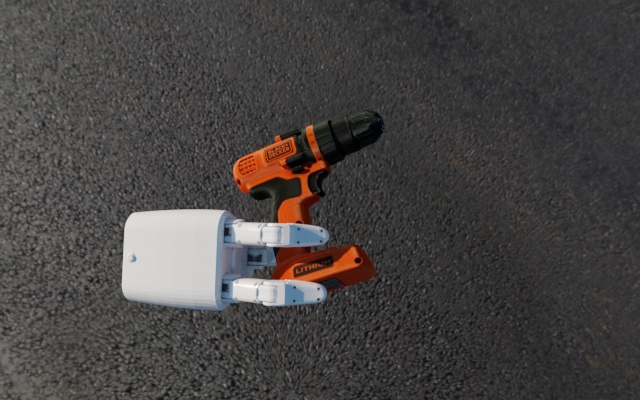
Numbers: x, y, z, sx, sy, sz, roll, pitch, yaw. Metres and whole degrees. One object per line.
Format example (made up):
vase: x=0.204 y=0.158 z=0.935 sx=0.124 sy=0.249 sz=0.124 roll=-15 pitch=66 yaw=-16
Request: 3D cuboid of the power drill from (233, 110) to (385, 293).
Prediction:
power drill: x=0.000 y=0.002 z=0.520 sx=0.184 sy=0.187 sz=0.057 roll=-22 pitch=-30 yaw=15
